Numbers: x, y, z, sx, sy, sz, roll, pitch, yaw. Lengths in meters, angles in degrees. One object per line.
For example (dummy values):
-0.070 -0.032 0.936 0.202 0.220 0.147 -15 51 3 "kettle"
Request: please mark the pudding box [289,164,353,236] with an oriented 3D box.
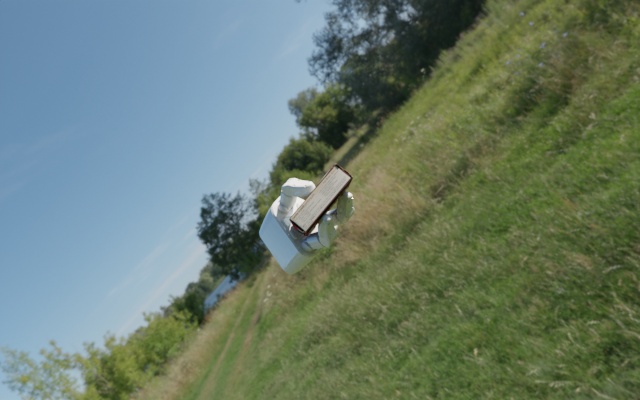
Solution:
0.000 0.002 0.743 0.039 0.113 0.090 38 -6 3 "pudding box"
